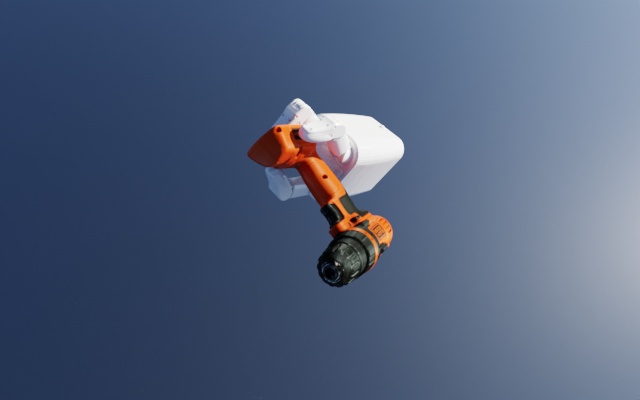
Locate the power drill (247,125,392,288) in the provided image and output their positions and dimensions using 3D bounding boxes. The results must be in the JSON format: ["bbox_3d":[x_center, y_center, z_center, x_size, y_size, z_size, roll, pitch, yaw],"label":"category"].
[{"bbox_3d":[0.000,0.001,0.543,0.057,0.187,0.184,-38,-6,20],"label":"power drill"}]
